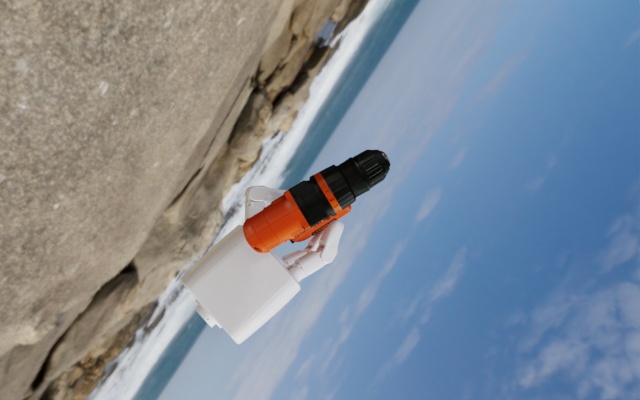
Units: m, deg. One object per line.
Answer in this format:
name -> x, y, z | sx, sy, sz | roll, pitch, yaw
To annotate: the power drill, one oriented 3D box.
power drill -> 0.000, 0.002, 0.608 | 0.184, 0.057, 0.187 | -29, -6, 1
